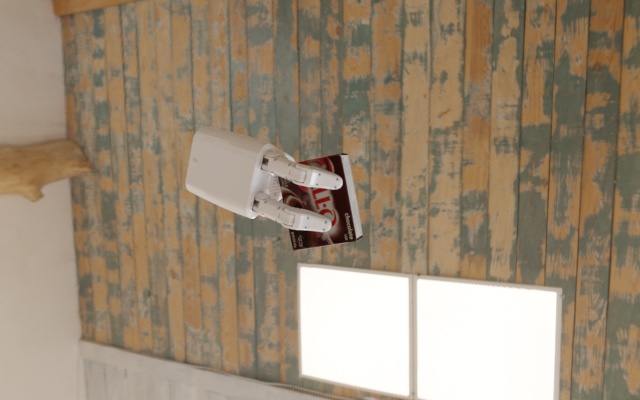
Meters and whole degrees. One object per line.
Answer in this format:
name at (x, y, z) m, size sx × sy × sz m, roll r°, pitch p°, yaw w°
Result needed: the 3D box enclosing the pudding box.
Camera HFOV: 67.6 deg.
pudding box at (0.000, 0.002, 0.612) m, size 0.090 × 0.113 × 0.039 m, roll -11°, pitch 3°, yaw 24°
